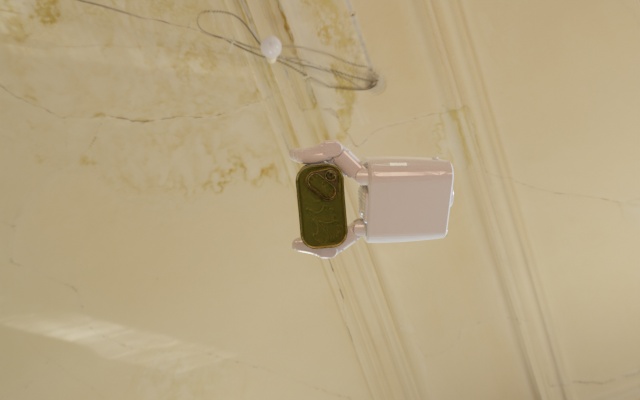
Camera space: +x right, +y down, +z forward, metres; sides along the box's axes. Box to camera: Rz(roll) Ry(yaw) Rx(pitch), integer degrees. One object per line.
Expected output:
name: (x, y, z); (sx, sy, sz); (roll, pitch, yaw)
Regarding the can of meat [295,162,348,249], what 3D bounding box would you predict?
can of meat: (0.000, 0.002, 0.608); (0.057, 0.102, 0.084); (-5, 8, -1)
